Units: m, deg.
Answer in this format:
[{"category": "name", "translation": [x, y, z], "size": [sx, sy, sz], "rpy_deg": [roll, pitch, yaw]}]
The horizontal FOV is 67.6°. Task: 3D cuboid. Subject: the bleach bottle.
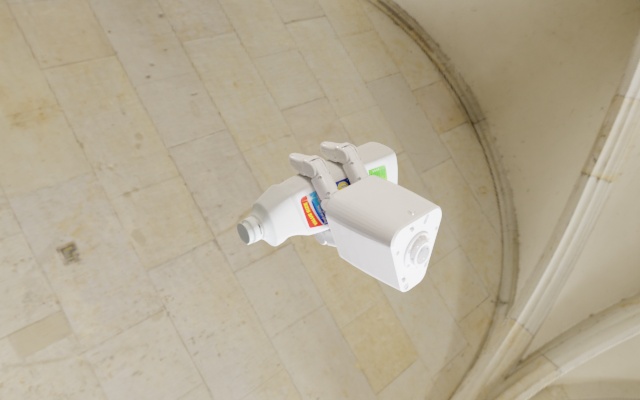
[{"category": "bleach bottle", "translation": [0.000, 0.002, 0.653], "size": [0.250, 0.103, 0.068], "rpy_deg": [-26, 38, -34]}]
